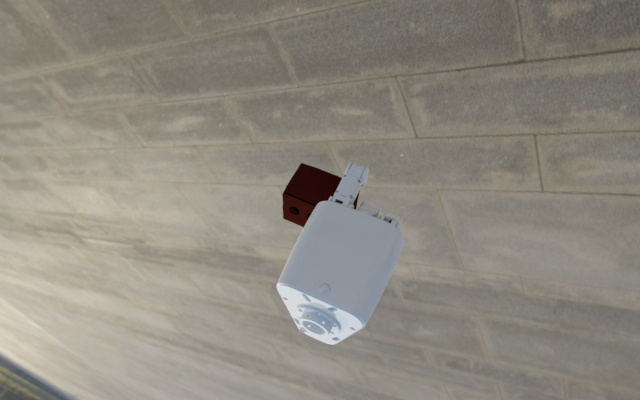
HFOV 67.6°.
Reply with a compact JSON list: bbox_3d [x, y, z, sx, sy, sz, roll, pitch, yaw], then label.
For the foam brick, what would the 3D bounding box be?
[{"bbox_3d":[0.000,0.002,0.555,0.078,0.051,0.053,21,-34,12],"label":"foam brick"}]
